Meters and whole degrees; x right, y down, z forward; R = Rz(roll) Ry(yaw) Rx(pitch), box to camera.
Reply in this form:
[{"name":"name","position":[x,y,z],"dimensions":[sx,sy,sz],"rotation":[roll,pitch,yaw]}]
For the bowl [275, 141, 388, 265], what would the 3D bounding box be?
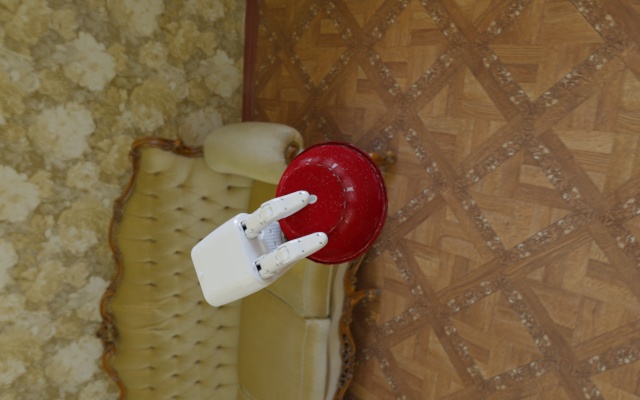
[{"name":"bowl","position":[0.001,0.001,0.600],"dimensions":[0.162,0.162,0.055],"rotation":[0,-2,26]}]
